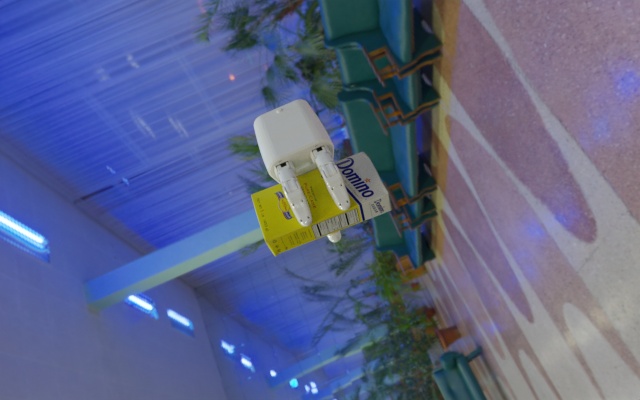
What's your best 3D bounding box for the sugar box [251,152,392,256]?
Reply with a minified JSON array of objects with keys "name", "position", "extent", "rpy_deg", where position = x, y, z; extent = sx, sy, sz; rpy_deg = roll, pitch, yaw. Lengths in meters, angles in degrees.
[{"name":"sugar box","position":[0.000,0.002,0.665],"extent":[0.176,0.093,0.048],"rpy_deg":[-23,-40,-1]}]
